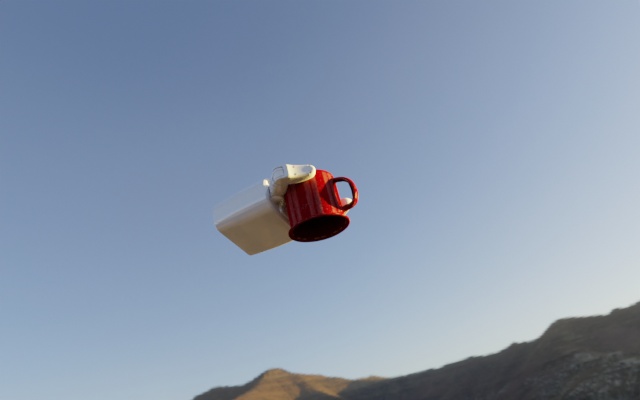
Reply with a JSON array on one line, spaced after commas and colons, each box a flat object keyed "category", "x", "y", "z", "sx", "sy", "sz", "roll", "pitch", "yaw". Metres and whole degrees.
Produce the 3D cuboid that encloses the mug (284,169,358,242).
[{"category": "mug", "x": 0.001, "y": 0.002, "z": 0.713, "sx": 0.117, "sy": 0.081, "sz": 0.093, "roll": -24, "pitch": -28, "yaw": 18}]
